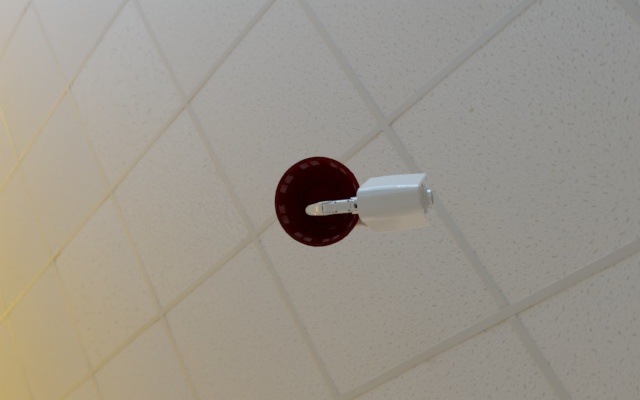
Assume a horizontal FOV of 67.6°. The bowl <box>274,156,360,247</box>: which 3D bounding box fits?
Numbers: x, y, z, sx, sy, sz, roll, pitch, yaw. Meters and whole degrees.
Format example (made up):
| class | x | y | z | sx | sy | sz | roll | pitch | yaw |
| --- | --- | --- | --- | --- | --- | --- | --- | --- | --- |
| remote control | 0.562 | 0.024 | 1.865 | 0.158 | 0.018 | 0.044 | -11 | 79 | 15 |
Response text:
| class | x | y | z | sx | sy | sz | roll | pitch | yaw |
| --- | --- | --- | --- | --- | --- | --- | --- | --- | --- |
| bowl | -0.001 | 0.003 | 0.875 | 0.162 | 0.162 | 0.055 | 0 | -2 | 13 |
